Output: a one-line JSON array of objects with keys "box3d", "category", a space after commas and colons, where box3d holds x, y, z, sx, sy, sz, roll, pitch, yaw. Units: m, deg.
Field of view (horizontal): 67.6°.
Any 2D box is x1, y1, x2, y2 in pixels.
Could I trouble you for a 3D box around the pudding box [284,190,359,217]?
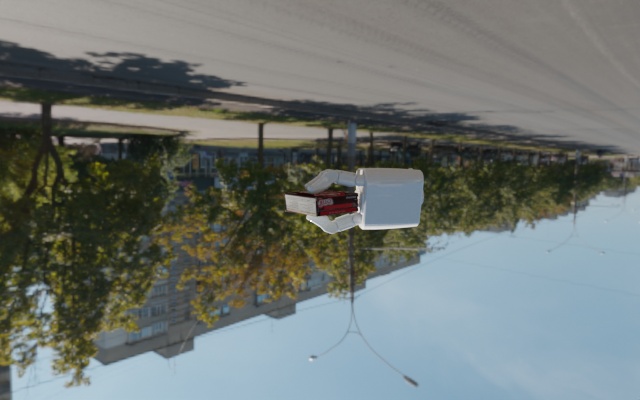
[{"box3d": [0.000, 0.003, 0.857, 0.090, 0.039, 0.113, -5, 5, -34], "category": "pudding box"}]
